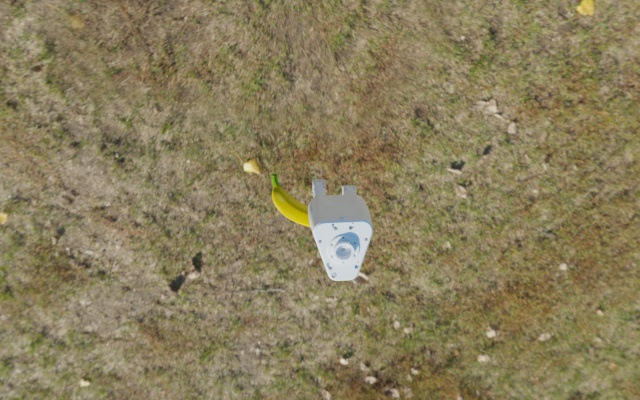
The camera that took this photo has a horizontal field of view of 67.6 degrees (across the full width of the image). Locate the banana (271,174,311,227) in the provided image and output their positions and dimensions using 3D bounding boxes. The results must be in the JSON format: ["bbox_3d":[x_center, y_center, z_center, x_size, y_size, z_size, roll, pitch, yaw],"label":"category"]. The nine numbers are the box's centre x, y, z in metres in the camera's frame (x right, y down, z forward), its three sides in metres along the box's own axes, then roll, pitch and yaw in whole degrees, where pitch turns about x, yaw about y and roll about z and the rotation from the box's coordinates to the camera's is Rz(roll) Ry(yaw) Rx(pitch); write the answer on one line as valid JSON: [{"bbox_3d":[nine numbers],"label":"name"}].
[{"bbox_3d":[-0.010,0.018,0.892,0.198,0.070,0.037,22,14,-9],"label":"banana"}]
